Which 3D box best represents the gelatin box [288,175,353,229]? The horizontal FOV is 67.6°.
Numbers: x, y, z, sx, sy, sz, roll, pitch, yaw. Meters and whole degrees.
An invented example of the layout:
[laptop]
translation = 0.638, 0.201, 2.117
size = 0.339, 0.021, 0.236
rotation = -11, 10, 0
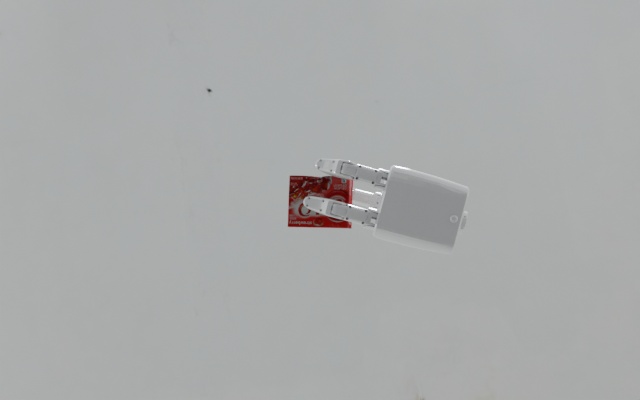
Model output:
[gelatin box]
translation = 0.000, 0.002, 0.670
size = 0.089, 0.073, 0.030
rotation = 1, -3, 14
